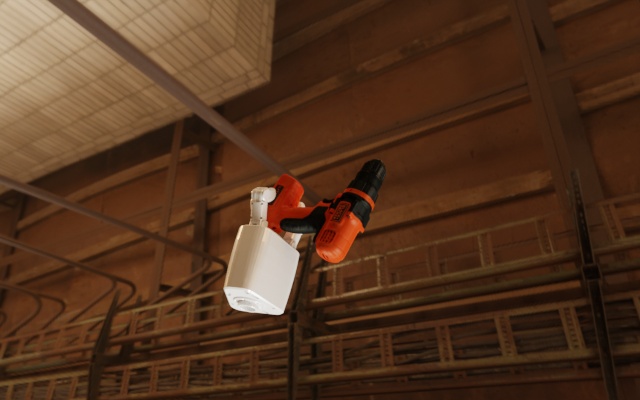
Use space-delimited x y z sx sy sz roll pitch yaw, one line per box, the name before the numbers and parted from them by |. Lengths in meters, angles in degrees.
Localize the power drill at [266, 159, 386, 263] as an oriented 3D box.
power drill | 0.000 0.003 0.774 0.187 0.184 0.057 8 -33 42
